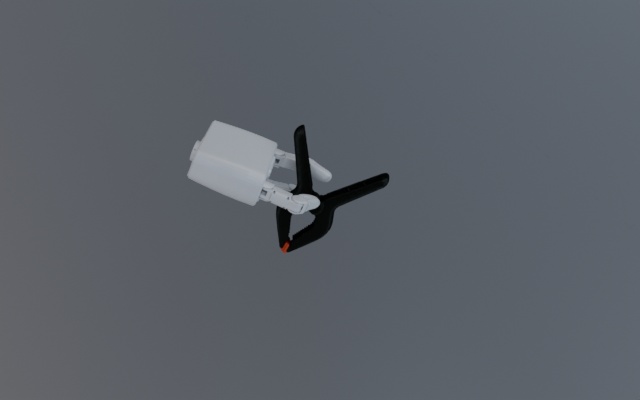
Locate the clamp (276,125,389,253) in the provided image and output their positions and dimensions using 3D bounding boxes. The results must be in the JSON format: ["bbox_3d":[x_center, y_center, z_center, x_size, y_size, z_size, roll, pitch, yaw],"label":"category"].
[{"bbox_3d":[0.000,0.003,0.762,0.164,0.210,0.036,23,24,-7],"label":"clamp"}]
